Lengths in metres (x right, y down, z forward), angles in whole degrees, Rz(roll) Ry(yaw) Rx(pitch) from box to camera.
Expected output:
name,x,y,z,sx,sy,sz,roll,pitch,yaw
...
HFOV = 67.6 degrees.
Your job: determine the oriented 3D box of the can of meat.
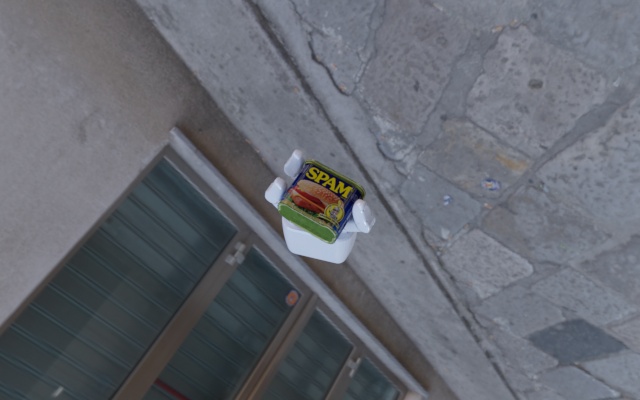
name,x,y,z,sx,sy,sz,roll,pitch,yaw
can of meat,0.000,0.003,0.687,0.102,0.084,0.057,29,-25,11
